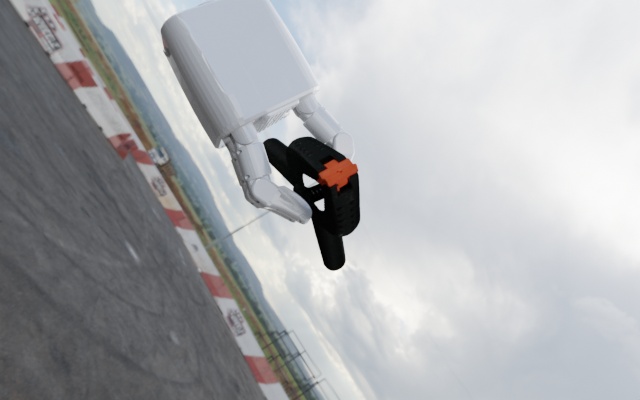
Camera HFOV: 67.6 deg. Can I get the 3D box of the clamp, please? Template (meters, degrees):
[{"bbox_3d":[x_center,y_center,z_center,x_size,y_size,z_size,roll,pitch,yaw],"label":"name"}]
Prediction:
[{"bbox_3d":[0.001,0.001,0.450,0.036,0.164,0.210,-30,5,-13],"label":"clamp"}]
